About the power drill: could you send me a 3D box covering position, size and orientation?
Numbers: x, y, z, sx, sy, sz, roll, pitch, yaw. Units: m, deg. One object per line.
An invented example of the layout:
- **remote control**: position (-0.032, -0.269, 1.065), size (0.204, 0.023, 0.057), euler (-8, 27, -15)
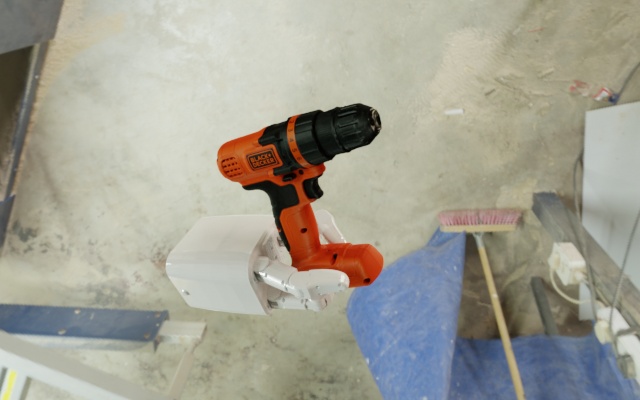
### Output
- **power drill**: position (0.000, 0.002, 0.495), size (0.184, 0.188, 0.057), euler (-11, 22, 32)
